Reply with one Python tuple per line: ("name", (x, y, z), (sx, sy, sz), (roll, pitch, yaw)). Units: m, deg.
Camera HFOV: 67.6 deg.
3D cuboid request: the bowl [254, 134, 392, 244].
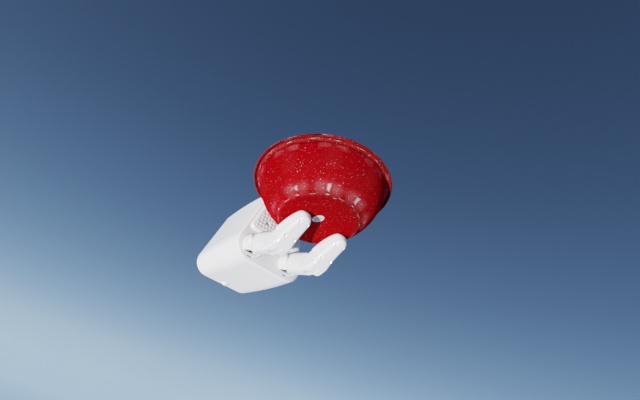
("bowl", (0.001, 0.001, 0.540), (0.162, 0.055, 0.162), (4, -40, 3))
